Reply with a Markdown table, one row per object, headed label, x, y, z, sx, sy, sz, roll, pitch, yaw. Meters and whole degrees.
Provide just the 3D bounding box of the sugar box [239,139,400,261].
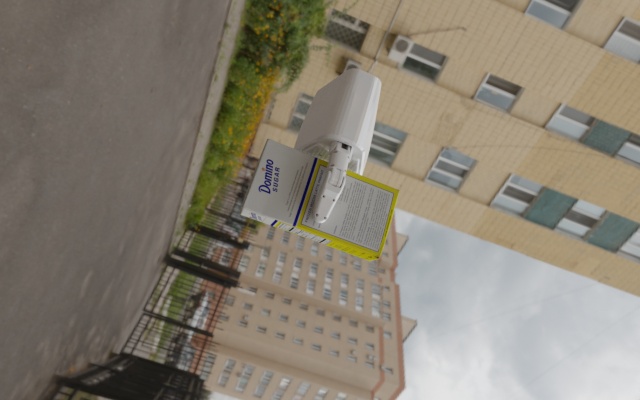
| label | x | y | z | sx | sy | sz | roll | pitch | yaw |
| --- | --- | --- | --- | --- | --- | --- | --- | --- | --- |
| sugar box | 0.000 | 0.002 | 0.583 | 0.176 | 0.093 | 0.048 | 21 | -18 | -8 |
